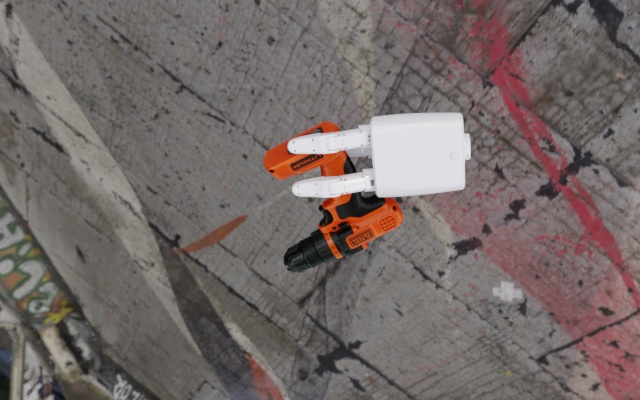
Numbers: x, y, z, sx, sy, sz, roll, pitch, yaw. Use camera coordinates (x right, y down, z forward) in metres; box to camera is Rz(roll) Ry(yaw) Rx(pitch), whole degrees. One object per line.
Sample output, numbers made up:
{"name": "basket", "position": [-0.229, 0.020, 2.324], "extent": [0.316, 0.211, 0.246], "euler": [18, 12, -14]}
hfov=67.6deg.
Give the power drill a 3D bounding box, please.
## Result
{"name": "power drill", "position": [0.000, 0.002, 0.646], "extent": [0.184, 0.188, 0.057], "euler": [-28, 33, 5]}
